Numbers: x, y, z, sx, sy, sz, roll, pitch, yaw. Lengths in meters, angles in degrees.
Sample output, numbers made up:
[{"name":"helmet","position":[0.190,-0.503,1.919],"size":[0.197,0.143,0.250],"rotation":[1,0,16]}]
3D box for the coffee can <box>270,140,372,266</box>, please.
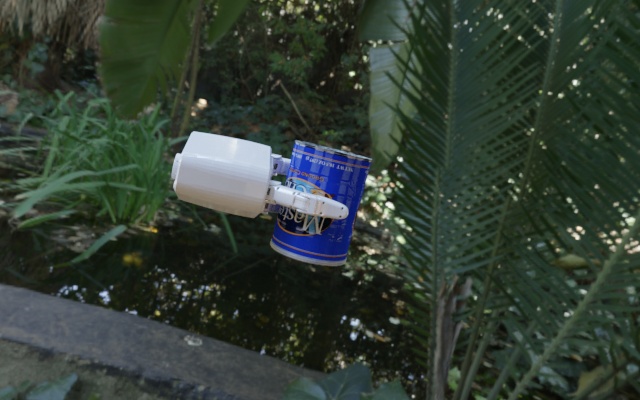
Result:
[{"name":"coffee can","position":[0.000,0.002,0.621],"size":[0.103,0.140,0.103],"rotation":[14,8,-2]}]
